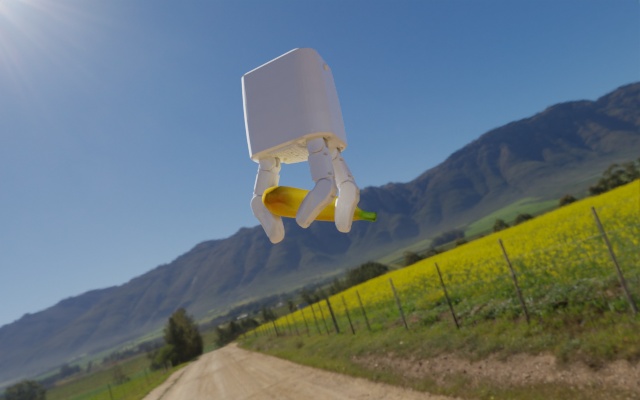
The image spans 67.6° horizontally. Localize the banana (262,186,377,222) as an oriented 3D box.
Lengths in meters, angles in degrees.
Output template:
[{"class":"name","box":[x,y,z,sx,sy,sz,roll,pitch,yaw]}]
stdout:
[{"class":"banana","box":[-0.012,0.004,0.593,0.069,0.037,0.198,-6,-9,41]}]
